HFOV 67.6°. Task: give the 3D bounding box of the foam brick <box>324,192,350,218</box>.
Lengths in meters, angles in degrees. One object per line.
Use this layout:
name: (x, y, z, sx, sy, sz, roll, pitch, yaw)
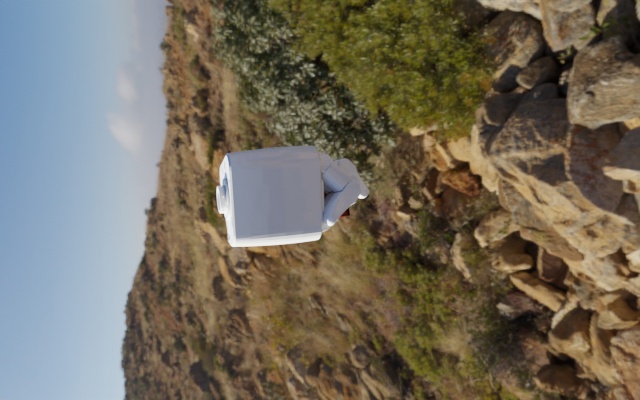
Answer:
foam brick: (0.000, 0.002, 0.652, 0.051, 0.053, 0.078, -6, -7, -19)
